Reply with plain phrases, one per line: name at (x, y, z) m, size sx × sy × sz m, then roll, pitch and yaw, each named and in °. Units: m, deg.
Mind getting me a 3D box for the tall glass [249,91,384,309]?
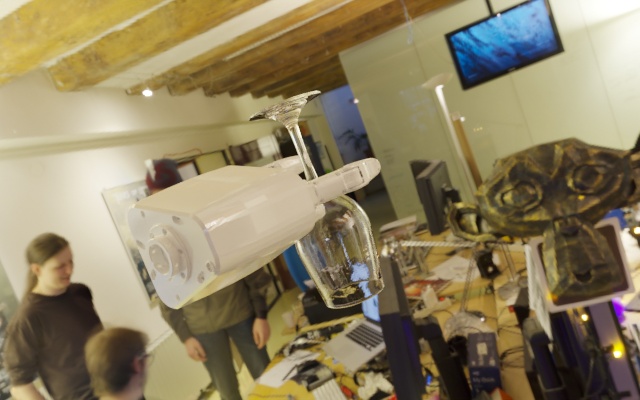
tall glass at (0.000, 0.001, 0.468) m, size 0.079 × 0.201 × 0.079 m, roll -21°, pitch 6°, yaw 2°
